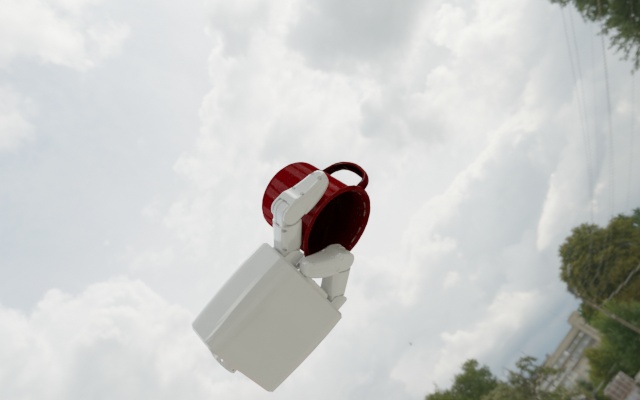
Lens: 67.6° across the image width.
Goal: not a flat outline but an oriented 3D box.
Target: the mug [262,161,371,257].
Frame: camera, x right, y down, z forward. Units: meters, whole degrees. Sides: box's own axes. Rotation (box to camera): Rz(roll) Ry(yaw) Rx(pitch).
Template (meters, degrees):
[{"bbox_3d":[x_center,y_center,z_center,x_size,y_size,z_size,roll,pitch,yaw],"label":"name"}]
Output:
[{"bbox_3d":[0.001,0.000,0.506,0.081,0.117,0.093,33,-17,37],"label":"mug"}]
